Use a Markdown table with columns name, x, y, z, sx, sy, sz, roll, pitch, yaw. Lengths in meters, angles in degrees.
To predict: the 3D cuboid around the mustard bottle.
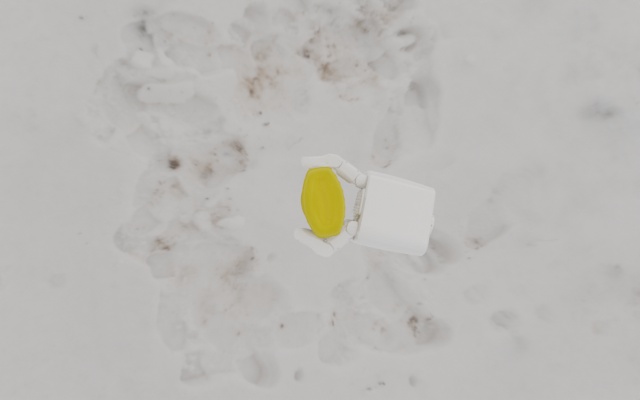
| name | x | y | z | sx | sy | sz | roll | pitch | yaw |
| --- | --- | --- | --- | --- | --- | --- | --- | --- | --- |
| mustard bottle | 0.000 | 0.002 | 0.729 | 0.058 | 0.096 | 0.191 | -10 | 1 | -3 |
